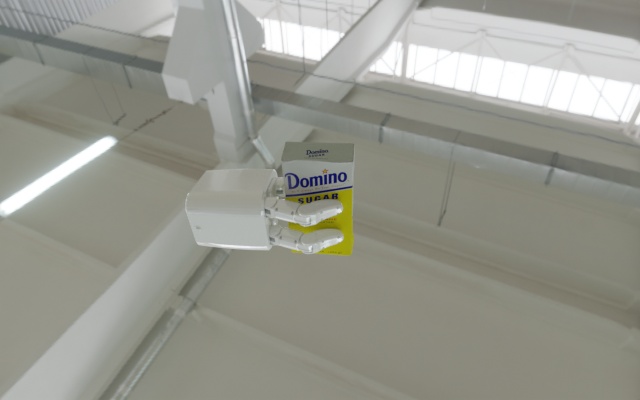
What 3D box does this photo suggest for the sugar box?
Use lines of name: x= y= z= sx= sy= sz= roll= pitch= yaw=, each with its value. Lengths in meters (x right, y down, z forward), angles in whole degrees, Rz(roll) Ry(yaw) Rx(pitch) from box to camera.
sugar box: x=0.000 y=0.003 z=0.660 sx=0.093 sy=0.176 sz=0.048 roll=2 pitch=45 yaw=6
